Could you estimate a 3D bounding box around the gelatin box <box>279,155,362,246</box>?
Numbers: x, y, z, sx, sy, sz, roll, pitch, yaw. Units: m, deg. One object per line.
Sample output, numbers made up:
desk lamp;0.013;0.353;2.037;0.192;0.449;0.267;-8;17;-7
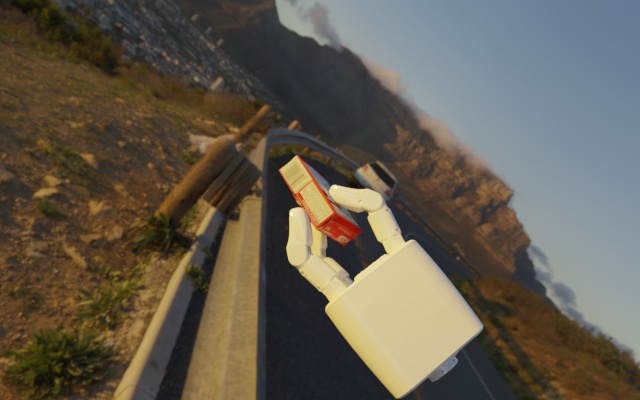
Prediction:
gelatin box;0.000;0.001;0.524;0.030;0.089;0.073;-38;-29;9
